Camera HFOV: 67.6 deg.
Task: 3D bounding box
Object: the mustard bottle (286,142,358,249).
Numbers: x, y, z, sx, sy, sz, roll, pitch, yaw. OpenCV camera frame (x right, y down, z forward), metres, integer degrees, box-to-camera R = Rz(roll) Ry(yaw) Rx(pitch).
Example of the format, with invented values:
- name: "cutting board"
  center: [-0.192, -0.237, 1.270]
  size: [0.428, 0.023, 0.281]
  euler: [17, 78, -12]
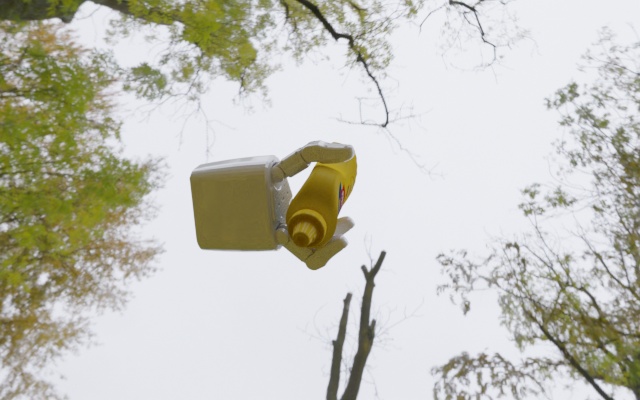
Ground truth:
- name: "mustard bottle"
  center: [0.000, 0.002, 0.569]
  size: [0.058, 0.096, 0.191]
  euler: [19, 27, 5]
